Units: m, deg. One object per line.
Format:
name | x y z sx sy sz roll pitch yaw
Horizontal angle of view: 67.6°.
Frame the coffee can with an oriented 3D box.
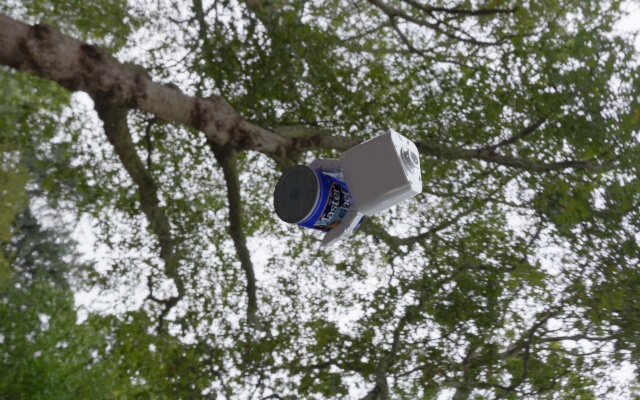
coffee can | 0.000 0.003 0.854 0.103 0.103 0.140 0 -12 41
